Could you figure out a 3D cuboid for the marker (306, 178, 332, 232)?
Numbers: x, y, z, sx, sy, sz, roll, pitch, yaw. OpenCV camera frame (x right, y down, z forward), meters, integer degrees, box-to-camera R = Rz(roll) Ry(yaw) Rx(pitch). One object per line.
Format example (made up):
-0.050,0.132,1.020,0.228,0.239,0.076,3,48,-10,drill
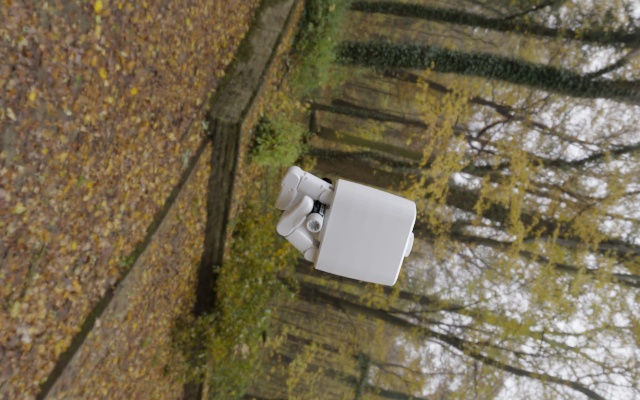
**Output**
0.000,0.002,0.618,0.020,0.020,0.121,0,28,9,marker
